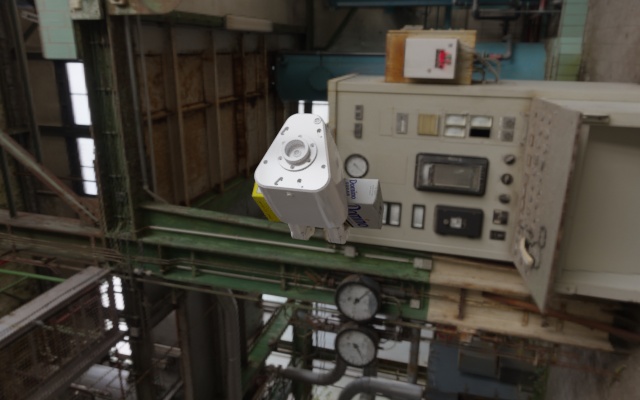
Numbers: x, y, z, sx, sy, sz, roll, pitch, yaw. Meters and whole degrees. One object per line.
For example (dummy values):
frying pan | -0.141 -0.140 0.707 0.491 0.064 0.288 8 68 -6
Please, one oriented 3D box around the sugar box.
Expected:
sugar box | 0.000 0.003 0.693 0.176 0.048 0.093 6 -23 15
